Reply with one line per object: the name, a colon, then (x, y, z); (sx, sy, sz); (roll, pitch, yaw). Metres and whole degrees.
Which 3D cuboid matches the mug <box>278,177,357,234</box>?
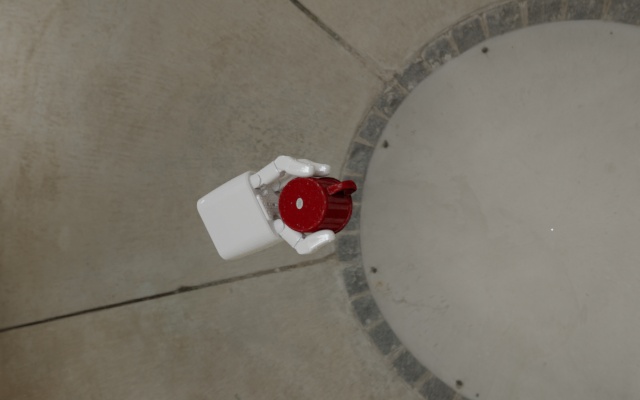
mug: (0.001, 0.002, 0.707); (0.117, 0.093, 0.081); (-27, -14, 23)
